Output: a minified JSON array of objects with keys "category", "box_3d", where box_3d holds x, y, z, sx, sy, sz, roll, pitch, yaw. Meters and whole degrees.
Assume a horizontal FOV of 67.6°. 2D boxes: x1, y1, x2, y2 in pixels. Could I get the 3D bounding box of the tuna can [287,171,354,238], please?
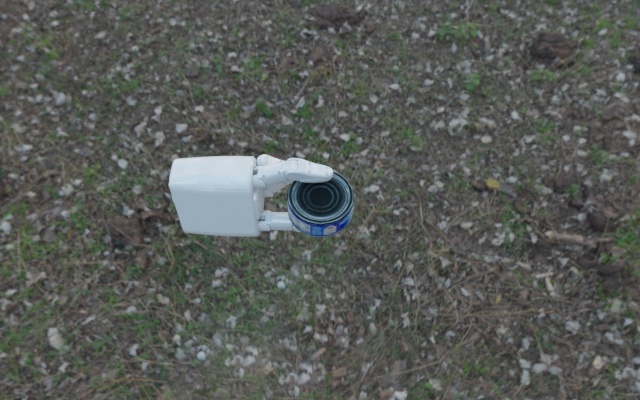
[{"category":"tuna can","box_3d":[0.000,0.002,0.610,0.086,0.086,0.034,0,-32,-2]}]
